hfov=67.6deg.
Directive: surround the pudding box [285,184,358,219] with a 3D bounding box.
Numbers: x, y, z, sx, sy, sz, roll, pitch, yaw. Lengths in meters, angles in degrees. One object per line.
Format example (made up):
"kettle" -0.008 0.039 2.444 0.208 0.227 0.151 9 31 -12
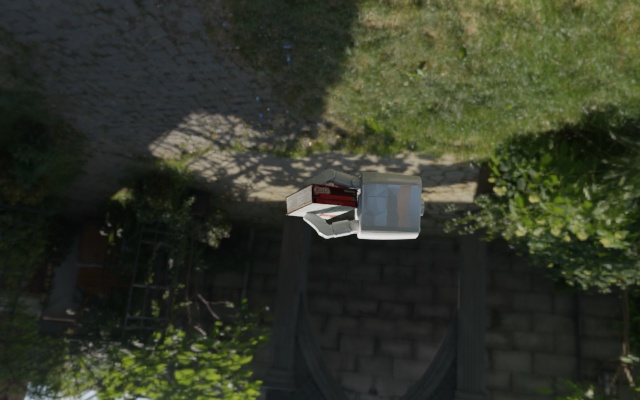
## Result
"pudding box" 0.000 0.003 0.846 0.090 0.039 0.113 7 -17 -27
